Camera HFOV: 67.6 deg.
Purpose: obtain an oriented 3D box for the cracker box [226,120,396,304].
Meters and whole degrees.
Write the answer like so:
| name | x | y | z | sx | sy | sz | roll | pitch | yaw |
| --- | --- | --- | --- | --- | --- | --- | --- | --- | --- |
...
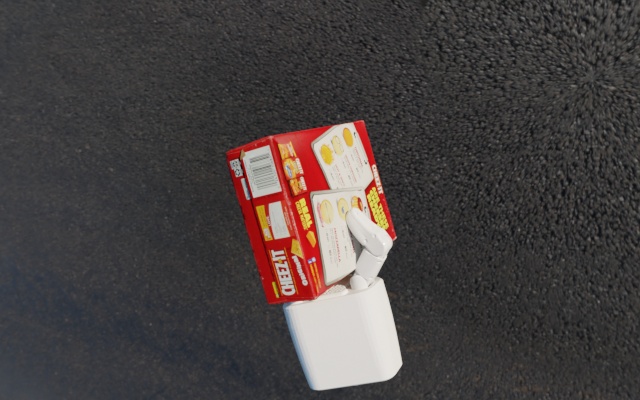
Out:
| name | x | y | z | sx | sy | sz | roll | pitch | yaw |
| --- | --- | --- | --- | --- | --- | --- | --- | --- | --- |
| cracker box | 0.000 | 0.002 | 0.552 | 0.072 | 0.164 | 0.213 | -13 | 6 | 31 |
